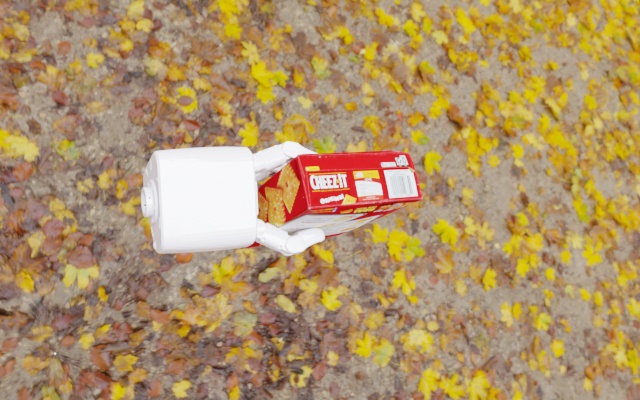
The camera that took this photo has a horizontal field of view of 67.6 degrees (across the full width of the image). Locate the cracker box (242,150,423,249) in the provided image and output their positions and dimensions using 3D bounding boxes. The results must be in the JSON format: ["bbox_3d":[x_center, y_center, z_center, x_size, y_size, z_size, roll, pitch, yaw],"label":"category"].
[{"bbox_3d":[0.000,0.002,0.633,0.164,0.072,0.214,-5,-13,-30],"label":"cracker box"}]
